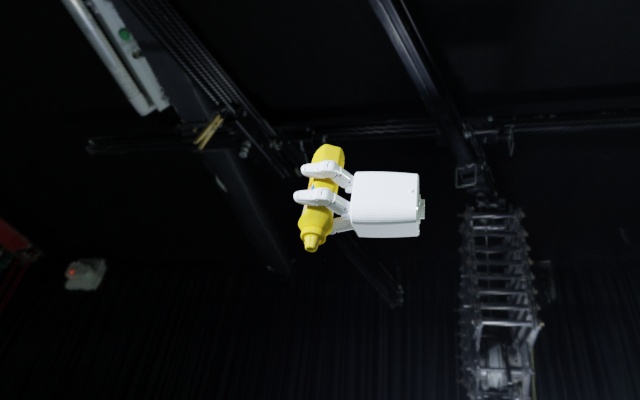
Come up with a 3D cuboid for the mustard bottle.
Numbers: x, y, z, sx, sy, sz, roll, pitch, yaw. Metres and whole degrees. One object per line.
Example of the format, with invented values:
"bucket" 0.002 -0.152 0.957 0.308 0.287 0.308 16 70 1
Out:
"mustard bottle" 0.000 0.002 0.820 0.058 0.191 0.096 15 -36 -6
